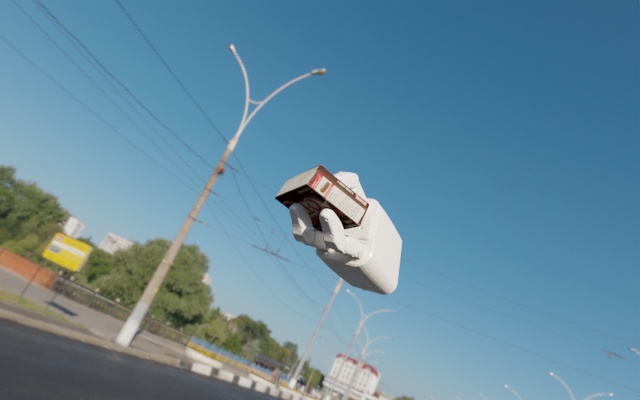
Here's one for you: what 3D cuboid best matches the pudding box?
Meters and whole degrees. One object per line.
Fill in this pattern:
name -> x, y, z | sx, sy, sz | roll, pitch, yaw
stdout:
pudding box -> 0.000, 0.002, 0.644 | 0.090, 0.039, 0.113 | 37, -25, -16
